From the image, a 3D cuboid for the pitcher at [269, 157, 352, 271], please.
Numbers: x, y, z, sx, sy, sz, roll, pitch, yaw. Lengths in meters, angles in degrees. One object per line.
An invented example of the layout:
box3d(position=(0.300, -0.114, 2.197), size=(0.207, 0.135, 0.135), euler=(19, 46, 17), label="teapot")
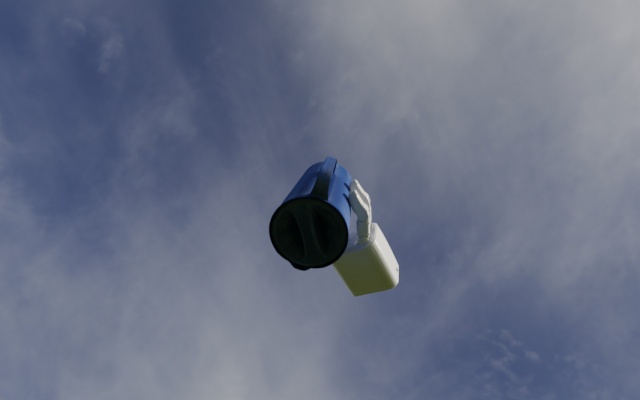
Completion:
box3d(position=(0.000, 0.003, 0.882), size=(0.149, 0.145, 0.242), euler=(-28, 16, 19), label="pitcher")
